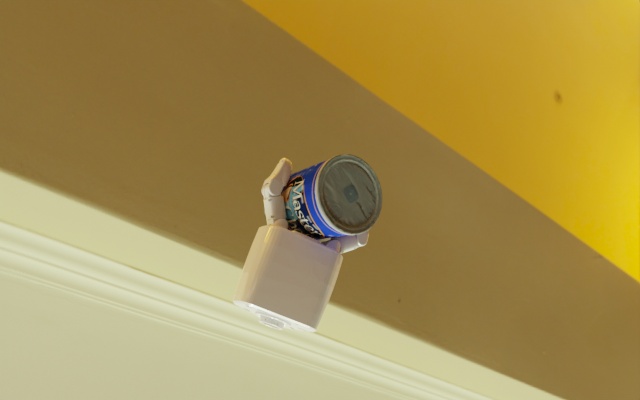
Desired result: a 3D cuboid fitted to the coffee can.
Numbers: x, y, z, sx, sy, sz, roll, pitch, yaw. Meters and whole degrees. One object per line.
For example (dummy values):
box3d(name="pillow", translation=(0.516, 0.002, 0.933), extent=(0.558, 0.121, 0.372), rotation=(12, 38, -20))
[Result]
box3d(name="coffee can", translation=(0.000, 0.002, 0.652), extent=(0.103, 0.103, 0.140), rotation=(0, -9, -34))
